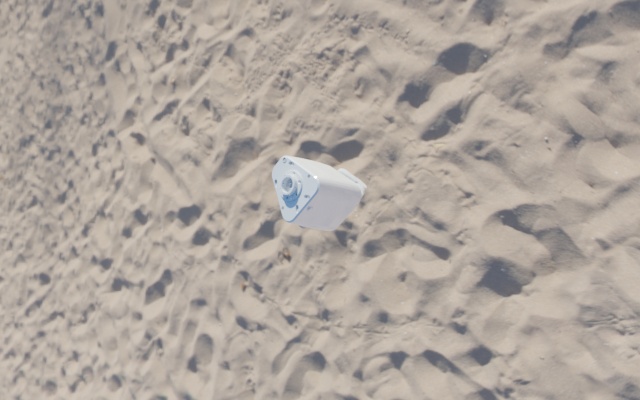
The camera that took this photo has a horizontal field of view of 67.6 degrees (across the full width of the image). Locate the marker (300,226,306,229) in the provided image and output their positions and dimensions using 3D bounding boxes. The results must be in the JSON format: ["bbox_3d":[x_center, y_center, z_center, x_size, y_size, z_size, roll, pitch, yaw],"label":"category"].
[{"bbox_3d":[0.000,0.003,0.857,0.020,0.121,0.020,33,24,-16],"label":"marker"}]
